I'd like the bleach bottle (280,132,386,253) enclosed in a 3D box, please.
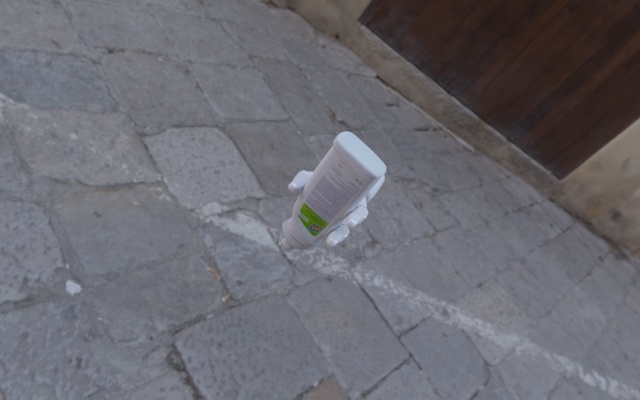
[{"bbox_3d":[0.000,0.003,0.840,0.251,0.102,0.068,-48,-4,32],"label":"bleach bottle"}]
